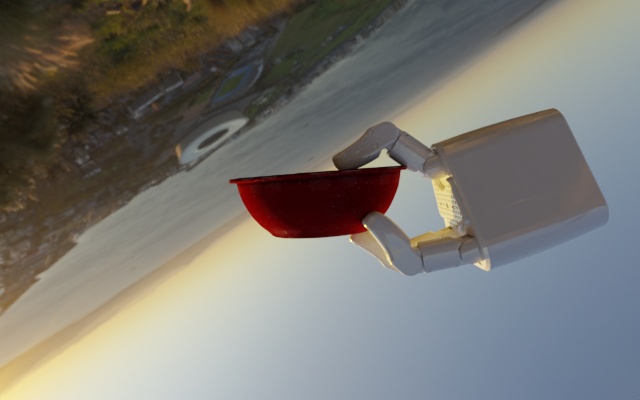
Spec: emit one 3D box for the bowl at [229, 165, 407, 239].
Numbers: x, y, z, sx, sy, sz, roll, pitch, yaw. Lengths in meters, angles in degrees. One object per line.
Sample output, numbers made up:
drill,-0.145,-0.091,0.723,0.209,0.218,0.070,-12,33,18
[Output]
bowl,-0.001,0.002,0.434,0.162,0.055,0.162,-4,3,0
